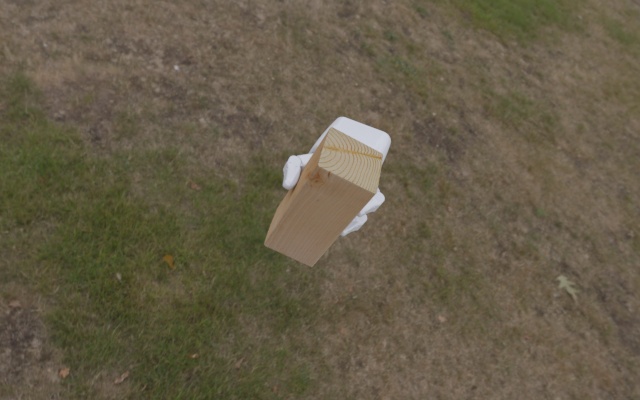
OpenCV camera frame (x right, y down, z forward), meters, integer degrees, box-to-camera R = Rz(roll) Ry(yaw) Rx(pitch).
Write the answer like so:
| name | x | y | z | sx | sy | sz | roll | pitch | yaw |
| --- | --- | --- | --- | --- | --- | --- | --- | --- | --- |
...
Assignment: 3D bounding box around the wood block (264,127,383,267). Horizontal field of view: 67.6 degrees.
| name | x | y | z | sx | sy | sz | roll | pitch | yaw |
| --- | --- | --- | --- | --- | --- | --- | --- | --- | --- |
| wood block | 0.000 | 0.002 | 0.727 | 0.091 | 0.090 | 0.206 | 26 | -45 | -10 |
